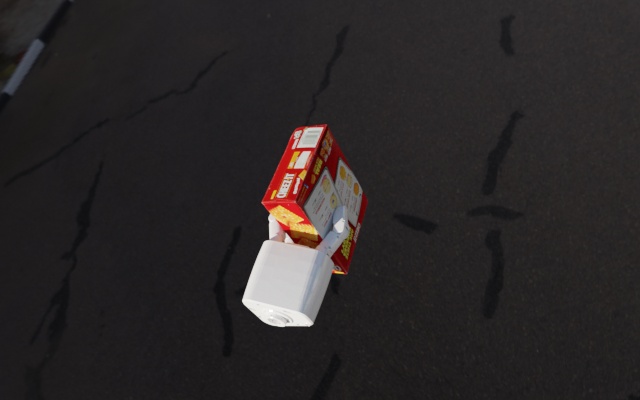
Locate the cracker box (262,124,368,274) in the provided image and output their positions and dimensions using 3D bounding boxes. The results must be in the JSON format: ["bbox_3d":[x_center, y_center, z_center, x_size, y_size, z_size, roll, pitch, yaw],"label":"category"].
[{"bbox_3d":[0.000,0.003,0.824,0.072,0.164,0.214,0,-37,29],"label":"cracker box"}]
